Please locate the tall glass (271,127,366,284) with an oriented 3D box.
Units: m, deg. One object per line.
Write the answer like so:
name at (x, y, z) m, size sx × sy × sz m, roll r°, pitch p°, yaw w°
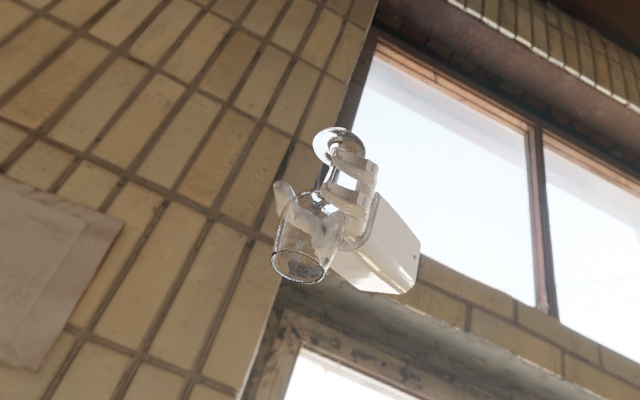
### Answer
tall glass at (0.000, 0.001, 0.586) m, size 0.079 × 0.201 × 0.079 m, roll 12°, pitch -41°, yaw 10°
